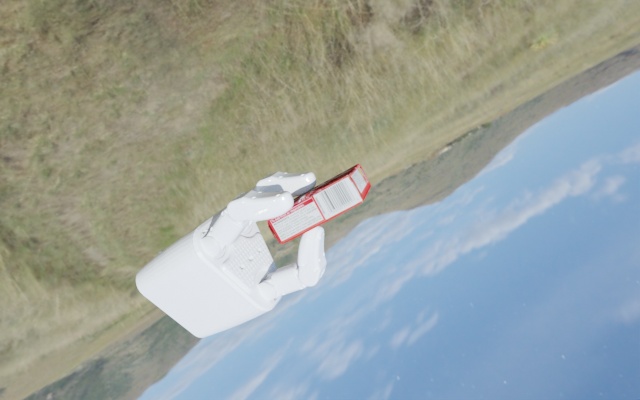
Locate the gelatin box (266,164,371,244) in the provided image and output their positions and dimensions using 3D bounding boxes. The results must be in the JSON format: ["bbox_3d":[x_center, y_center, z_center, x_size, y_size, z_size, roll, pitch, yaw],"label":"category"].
[{"bbox_3d":[0.001,0.002,0.448,0.089,0.030,0.073,-28,5,16],"label":"gelatin box"}]
